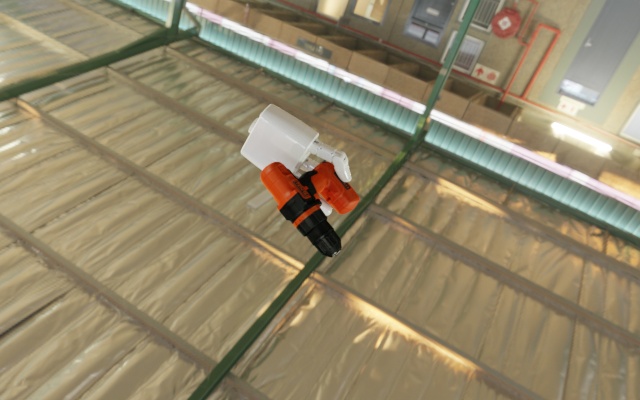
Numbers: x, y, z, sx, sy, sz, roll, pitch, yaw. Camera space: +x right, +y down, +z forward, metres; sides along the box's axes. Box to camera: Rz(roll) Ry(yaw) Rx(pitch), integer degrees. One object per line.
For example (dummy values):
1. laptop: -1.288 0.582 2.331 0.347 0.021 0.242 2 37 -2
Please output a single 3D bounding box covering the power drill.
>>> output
1. power drill: 0.000 0.002 0.832 0.057 0.184 0.187 -41 -9 25
